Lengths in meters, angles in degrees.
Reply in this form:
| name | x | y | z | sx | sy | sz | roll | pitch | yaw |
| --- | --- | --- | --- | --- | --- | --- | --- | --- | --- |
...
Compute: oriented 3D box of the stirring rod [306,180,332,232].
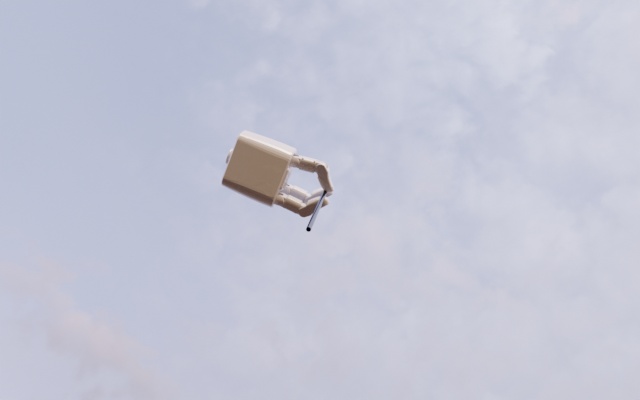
| name | x | y | z | sx | sy | sz | roll | pitch | yaw |
| --- | --- | --- | --- | --- | --- | --- | --- | --- | --- |
| stirring rod | 0.000 | 0.003 | 0.833 | 0.011 | 0.011 | 0.239 | 0 | 20 | 9 |
